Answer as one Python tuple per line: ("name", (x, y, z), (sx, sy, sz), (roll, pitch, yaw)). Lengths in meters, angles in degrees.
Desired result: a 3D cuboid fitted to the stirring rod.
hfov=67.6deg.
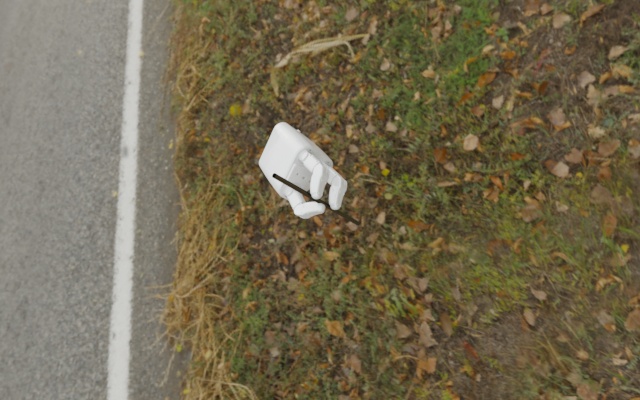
("stirring rod", (0.000, 0.003, 0.830), (0.011, 0.011, 0.240), (0, -20, 40))
